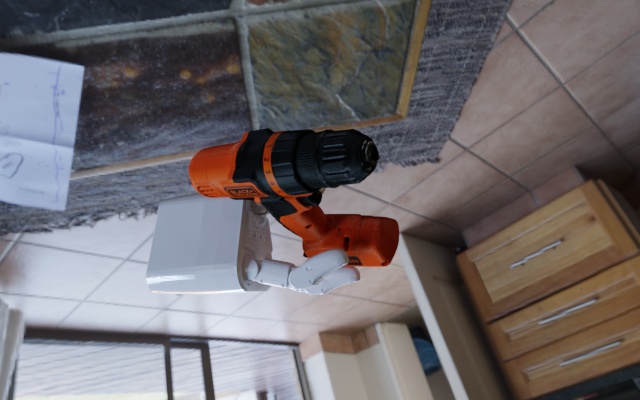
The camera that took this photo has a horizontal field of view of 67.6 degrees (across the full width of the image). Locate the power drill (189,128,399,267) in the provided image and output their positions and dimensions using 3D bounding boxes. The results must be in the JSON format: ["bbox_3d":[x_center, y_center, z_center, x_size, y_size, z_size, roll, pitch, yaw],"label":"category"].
[{"bbox_3d":[0.000,0.002,0.436,0.184,0.057,0.188,-1,-29,37],"label":"power drill"}]
